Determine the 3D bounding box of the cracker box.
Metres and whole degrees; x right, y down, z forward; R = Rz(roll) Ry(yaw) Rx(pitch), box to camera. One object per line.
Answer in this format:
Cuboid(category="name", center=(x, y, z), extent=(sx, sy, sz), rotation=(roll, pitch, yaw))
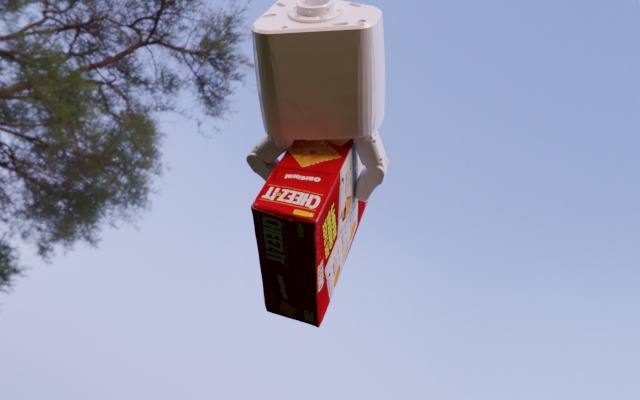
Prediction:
Cuboid(category="cracker box", center=(0.000, 0.002, 0.532), extent=(0.072, 0.164, 0.213), rotation=(12, 44, 14))
